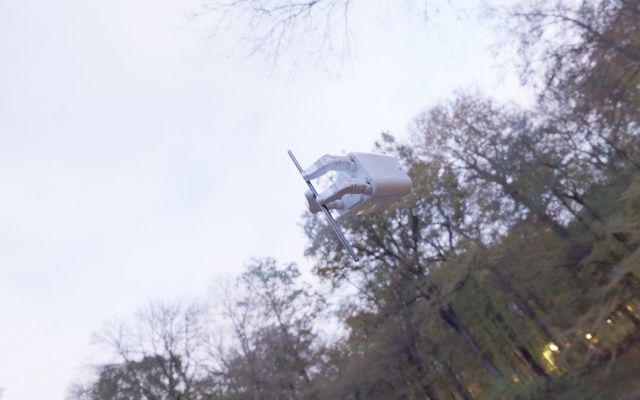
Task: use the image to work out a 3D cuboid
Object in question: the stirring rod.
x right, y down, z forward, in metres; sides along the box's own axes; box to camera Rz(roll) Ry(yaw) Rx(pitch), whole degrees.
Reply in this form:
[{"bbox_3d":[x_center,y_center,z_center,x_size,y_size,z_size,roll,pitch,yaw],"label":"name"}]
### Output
[{"bbox_3d":[0.000,0.003,0.783,0.011,0.239,0.011,-24,-30,-15],"label":"stirring rod"}]
